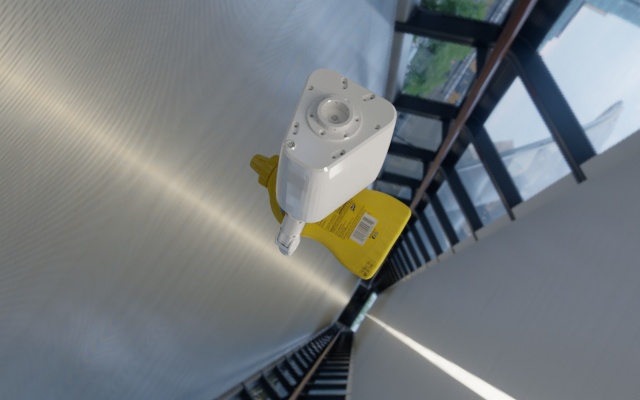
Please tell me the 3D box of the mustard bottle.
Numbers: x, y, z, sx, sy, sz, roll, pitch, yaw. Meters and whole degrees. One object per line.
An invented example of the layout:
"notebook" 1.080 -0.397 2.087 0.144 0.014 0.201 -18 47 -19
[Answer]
"mustard bottle" 0.000 0.002 0.553 0.191 0.096 0.058 32 0 9
